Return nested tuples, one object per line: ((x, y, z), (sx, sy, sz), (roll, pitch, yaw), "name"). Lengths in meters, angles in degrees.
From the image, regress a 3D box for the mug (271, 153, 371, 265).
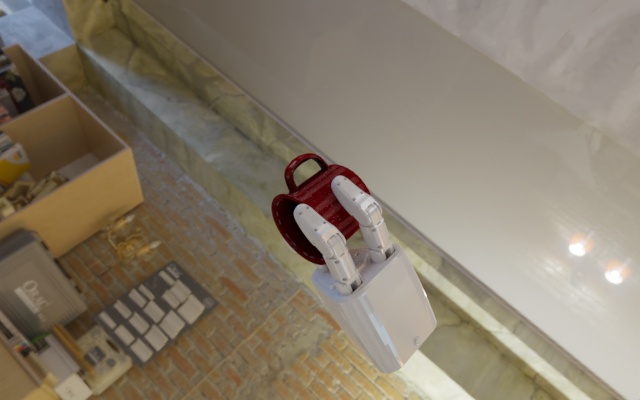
((0.000, 0.000, 0.536), (0.081, 0.117, 0.093), (-38, 21, -31), "mug")
